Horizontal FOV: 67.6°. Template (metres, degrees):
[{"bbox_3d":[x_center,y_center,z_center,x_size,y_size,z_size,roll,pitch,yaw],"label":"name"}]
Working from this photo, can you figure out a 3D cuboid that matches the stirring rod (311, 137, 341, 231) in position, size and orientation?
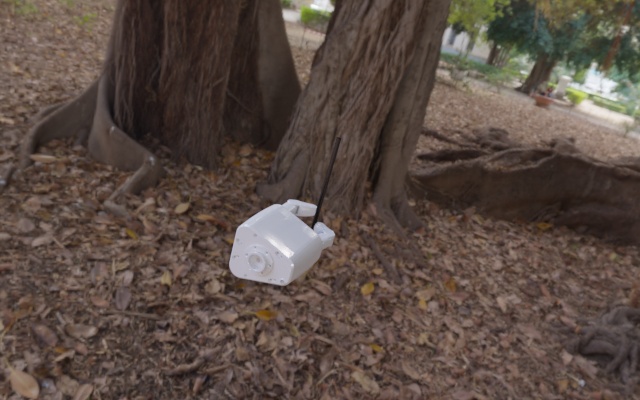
[{"bbox_3d":[0.000,0.003,0.845,0.011,0.240,0.011,14,22,-6],"label":"stirring rod"}]
